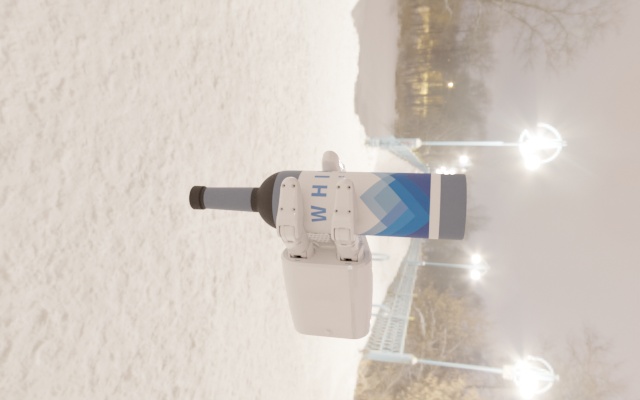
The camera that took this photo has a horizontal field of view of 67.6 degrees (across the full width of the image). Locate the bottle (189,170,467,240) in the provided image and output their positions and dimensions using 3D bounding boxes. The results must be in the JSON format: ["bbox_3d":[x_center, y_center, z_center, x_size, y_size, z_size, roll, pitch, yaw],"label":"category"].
[{"bbox_3d":[0.000,0.002,0.509,0.296,0.069,0.069,2,0,13],"label":"bottle"}]
